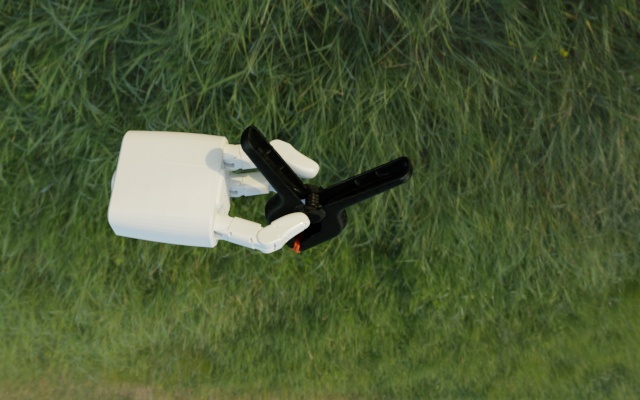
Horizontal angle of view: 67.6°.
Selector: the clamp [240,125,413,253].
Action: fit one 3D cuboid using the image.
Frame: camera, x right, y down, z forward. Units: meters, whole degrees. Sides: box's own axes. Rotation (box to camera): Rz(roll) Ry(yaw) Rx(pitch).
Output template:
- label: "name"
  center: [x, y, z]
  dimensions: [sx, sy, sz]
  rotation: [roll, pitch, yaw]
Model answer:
- label: "clamp"
  center: [0.000, 0.003, 0.519]
  dimensions: [0.164, 0.036, 0.210]
  rotation: [8, -32, -1]
